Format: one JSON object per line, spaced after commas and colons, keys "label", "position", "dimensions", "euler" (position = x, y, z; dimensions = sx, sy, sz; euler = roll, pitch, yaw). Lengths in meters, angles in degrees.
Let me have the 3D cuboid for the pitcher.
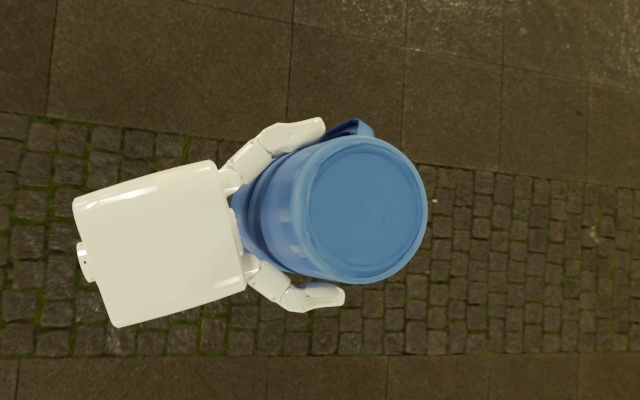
{"label": "pitcher", "position": [0.000, 0.002, 0.450], "dimensions": [0.145, 0.149, 0.243], "euler": [-15, 2, -18]}
